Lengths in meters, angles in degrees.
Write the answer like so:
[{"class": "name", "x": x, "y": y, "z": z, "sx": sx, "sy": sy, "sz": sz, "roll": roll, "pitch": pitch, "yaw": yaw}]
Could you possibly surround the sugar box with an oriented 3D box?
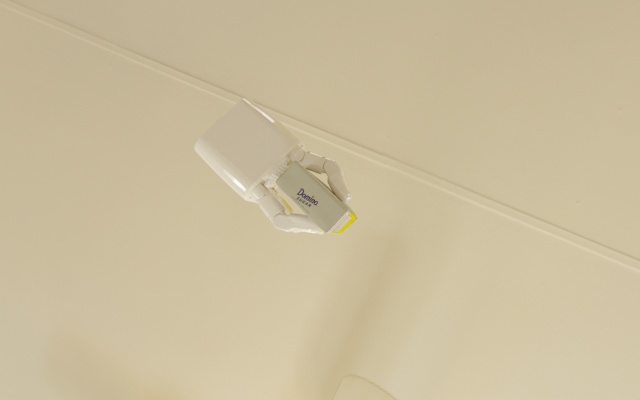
[{"class": "sugar box", "x": 0.000, "y": 0.002, "z": 0.663, "sx": 0.093, "sy": 0.048, "sz": 0.176, "roll": 44, "pitch": 5, "yaw": 10}]
